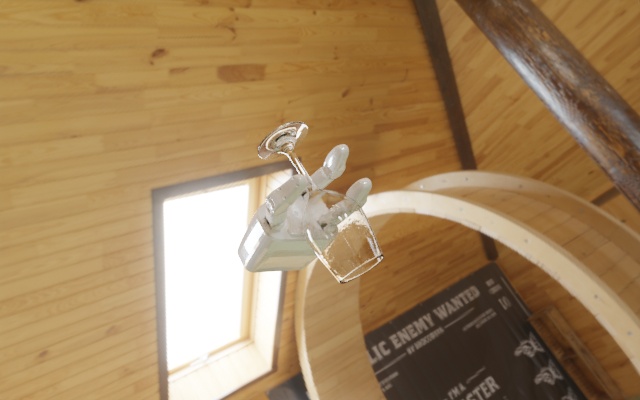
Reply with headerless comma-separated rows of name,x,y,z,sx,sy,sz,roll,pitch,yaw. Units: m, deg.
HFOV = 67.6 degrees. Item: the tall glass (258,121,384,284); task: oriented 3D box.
tall glass,0.000,0.001,0.594,0.079,0.201,0.079,-28,-19,-11
